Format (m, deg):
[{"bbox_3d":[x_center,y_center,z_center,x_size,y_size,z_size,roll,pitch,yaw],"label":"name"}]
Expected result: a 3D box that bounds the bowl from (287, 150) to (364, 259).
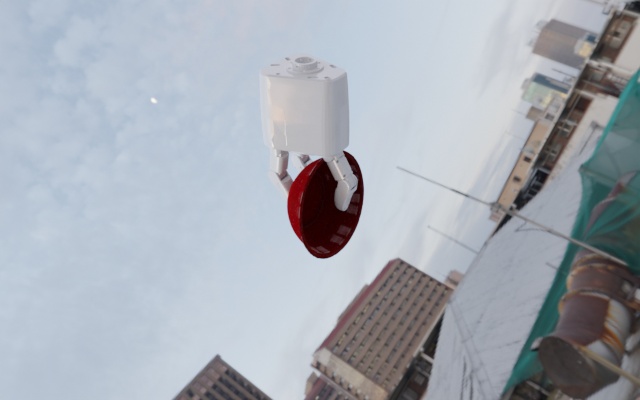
[{"bbox_3d":[0.000,0.004,0.711,0.055,0.162,0.162,12,7,35],"label":"bowl"}]
